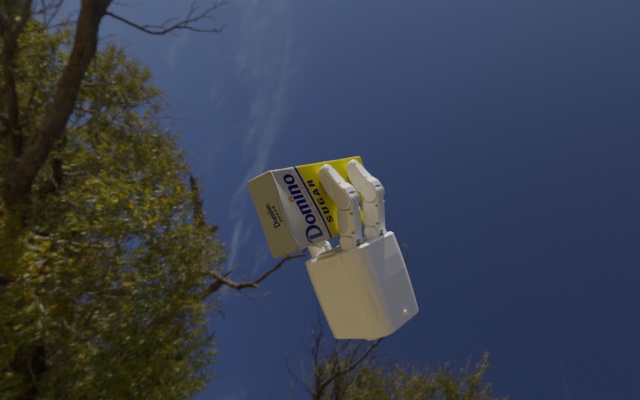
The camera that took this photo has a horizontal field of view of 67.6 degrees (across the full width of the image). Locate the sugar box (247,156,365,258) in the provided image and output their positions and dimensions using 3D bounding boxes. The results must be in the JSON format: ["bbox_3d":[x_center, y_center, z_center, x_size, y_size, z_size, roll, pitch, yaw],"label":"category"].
[{"bbox_3d":[0.001,0.002,0.580,0.048,0.093,0.176,-22,-4,37],"label":"sugar box"}]
